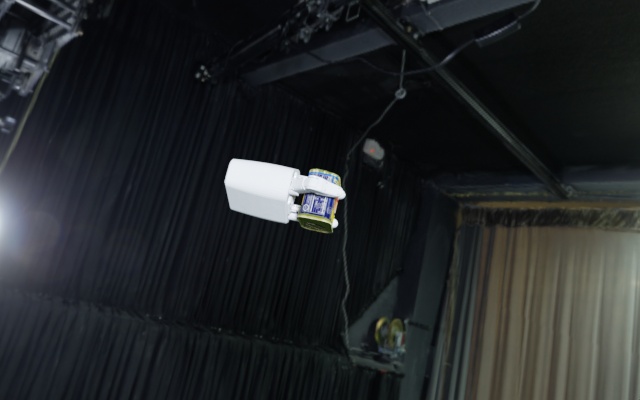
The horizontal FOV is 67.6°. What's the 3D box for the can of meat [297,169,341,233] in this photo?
[{"bbox_3d":[0.000,0.002,0.804,0.057,0.084,0.102,11,-14,6],"label":"can of meat"}]
